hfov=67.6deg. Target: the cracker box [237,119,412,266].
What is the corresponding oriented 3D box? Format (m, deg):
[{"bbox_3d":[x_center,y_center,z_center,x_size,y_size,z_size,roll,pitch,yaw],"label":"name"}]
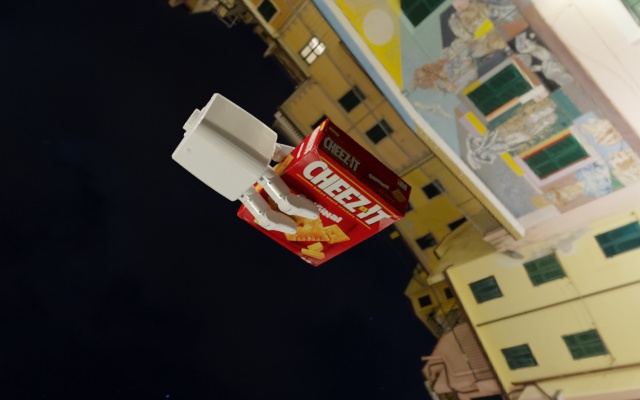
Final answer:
[{"bbox_3d":[0.000,0.002,0.716,0.164,0.072,0.214,36,-43,-18],"label":"cracker box"}]
